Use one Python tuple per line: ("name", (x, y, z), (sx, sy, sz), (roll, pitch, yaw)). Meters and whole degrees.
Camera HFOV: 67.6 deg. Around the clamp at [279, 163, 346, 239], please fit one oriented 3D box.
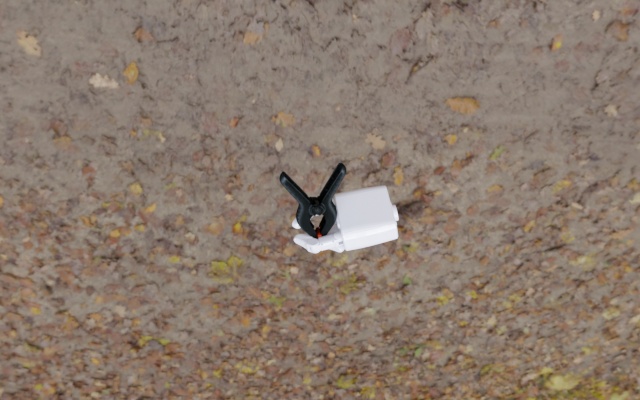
("clamp", (0.000, 0.003, 0.894), (0.120, 0.172, 0.039), (-12, 40, 3))
